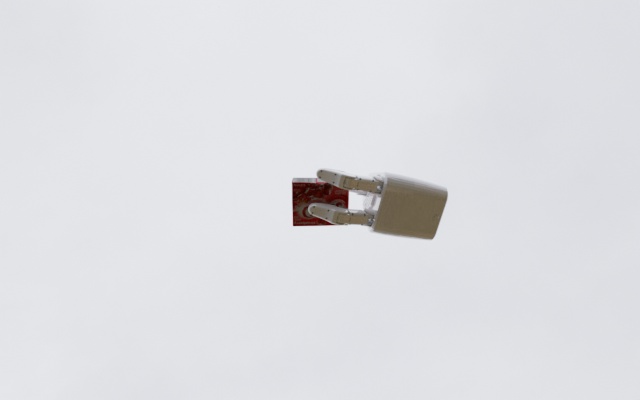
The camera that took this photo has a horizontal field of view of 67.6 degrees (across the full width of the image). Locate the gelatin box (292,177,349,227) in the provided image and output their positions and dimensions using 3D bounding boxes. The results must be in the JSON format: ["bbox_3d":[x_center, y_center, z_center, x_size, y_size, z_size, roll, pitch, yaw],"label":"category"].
[{"bbox_3d":[0.000,0.002,0.745,0.089,0.073,0.030,0,20,-1],"label":"gelatin box"}]
